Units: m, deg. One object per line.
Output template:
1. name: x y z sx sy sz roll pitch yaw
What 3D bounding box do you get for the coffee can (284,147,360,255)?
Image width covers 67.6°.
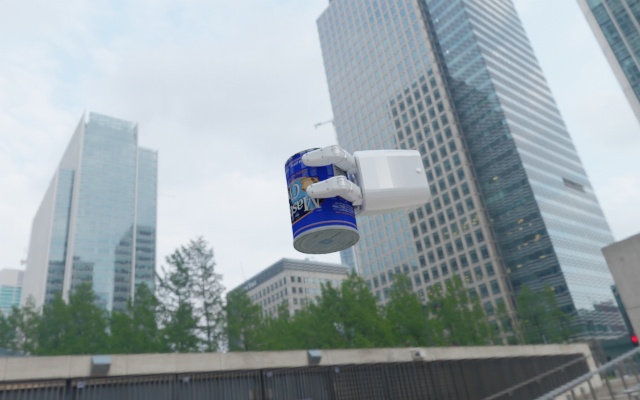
1. coffee can: 0.000 0.003 0.755 0.103 0.140 0.103 -7 -26 -3
